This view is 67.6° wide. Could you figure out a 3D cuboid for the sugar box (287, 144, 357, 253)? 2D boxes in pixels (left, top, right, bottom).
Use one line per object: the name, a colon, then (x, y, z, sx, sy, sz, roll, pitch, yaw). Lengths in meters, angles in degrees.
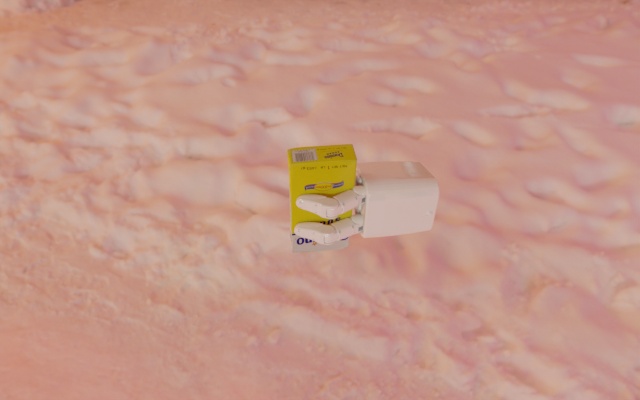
sugar box: (0.000, 0.003, 0.702, 0.093, 0.176, 0.048, -4, 40, -5)
